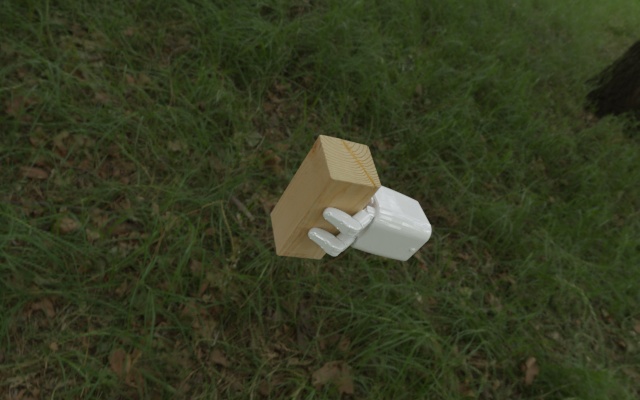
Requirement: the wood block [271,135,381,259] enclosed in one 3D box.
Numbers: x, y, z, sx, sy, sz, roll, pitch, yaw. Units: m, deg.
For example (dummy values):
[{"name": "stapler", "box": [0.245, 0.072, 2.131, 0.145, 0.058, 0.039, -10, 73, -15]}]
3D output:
[{"name": "wood block", "box": [0.000, 0.002, 0.784, 0.090, 0.090, 0.206, 9, -42, -27]}]
